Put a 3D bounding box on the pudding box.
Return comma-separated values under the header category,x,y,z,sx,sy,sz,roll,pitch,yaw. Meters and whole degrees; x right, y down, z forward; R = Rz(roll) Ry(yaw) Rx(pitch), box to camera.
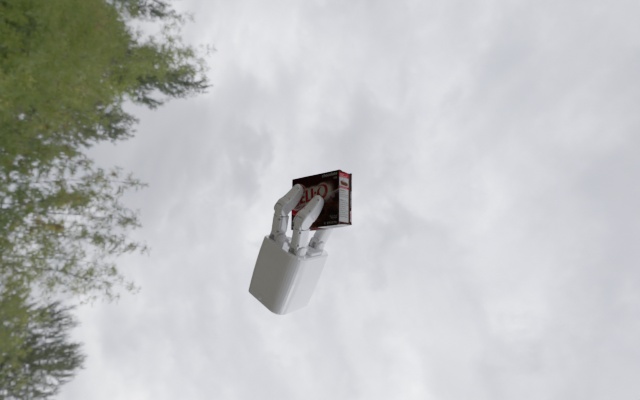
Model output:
category,x,y,z,sx,sy,sz,roll,pitch,yaw
pudding box,0.000,0.003,0.791,0.113,0.090,0.039,-9,-13,41
